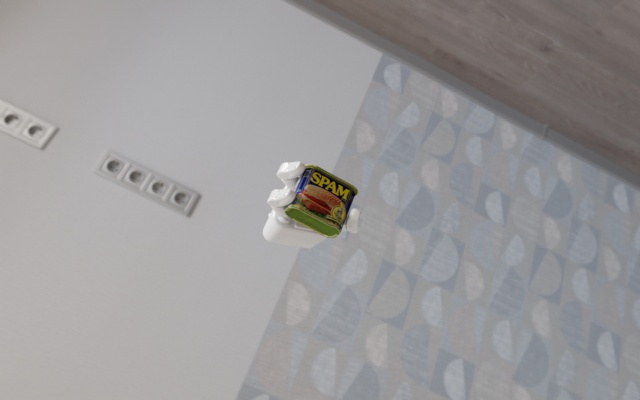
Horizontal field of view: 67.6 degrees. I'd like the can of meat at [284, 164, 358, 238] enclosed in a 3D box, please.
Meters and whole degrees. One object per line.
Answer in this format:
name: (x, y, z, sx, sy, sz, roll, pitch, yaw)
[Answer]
can of meat: (0.000, 0.003, 0.788, 0.102, 0.084, 0.057, 28, -26, -10)
